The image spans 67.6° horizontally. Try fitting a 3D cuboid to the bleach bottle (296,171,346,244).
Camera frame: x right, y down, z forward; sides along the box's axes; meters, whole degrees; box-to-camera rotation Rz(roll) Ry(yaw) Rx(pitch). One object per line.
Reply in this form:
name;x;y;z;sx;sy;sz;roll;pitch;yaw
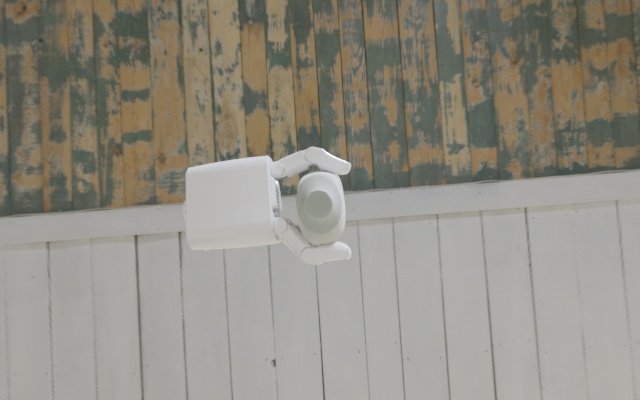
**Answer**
bleach bottle;0.000;0.002;0.605;0.068;0.102;0.251;-8;-3;1
